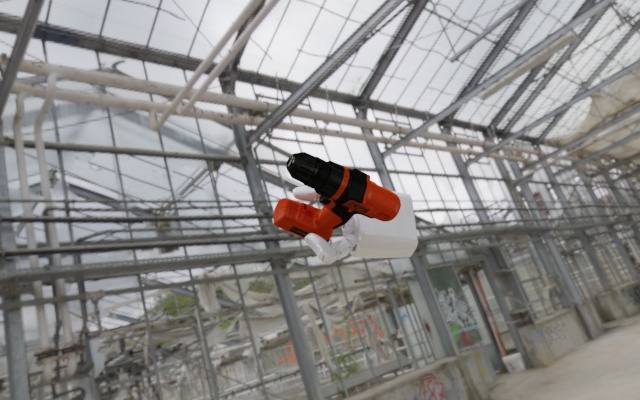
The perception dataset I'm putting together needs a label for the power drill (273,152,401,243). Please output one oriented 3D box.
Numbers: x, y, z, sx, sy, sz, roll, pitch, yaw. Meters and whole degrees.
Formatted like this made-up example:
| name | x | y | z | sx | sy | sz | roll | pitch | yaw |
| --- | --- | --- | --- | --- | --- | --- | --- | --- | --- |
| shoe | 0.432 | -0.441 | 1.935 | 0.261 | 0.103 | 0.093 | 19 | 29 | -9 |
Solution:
| name | x | y | z | sx | sy | sz | roll | pitch | yaw |
| --- | --- | --- | --- | --- | --- | --- | --- | --- | --- |
| power drill | 0.000 | 0.003 | 0.731 | 0.184 | 0.057 | 0.188 | 25 | -29 | -22 |
